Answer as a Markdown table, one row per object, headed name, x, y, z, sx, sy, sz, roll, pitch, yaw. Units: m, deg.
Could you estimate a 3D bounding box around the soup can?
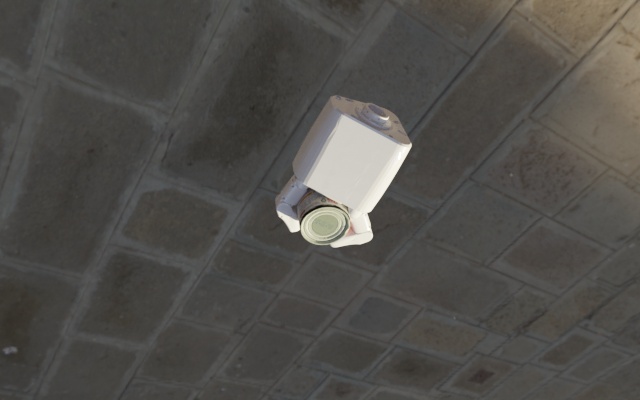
| name | x | y | z | sx | sy | sz | roll | pitch | yaw |
| --- | --- | --- | --- | --- | --- | --- | --- | --- | --- |
| soup can | 0.000 | 0.003 | 0.649 | 0.068 | 0.069 | 0.102 | 0 | 38 | -9 |
